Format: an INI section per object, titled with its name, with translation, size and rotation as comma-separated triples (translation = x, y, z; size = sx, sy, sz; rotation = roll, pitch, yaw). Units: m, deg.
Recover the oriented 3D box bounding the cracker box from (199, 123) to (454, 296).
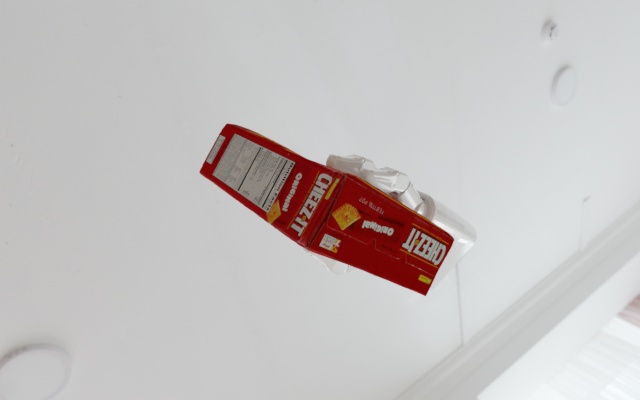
[cracker box]
translation = 0.000, 0.002, 0.477
size = 0.164, 0.072, 0.213
rotation = 26, 1, -40
